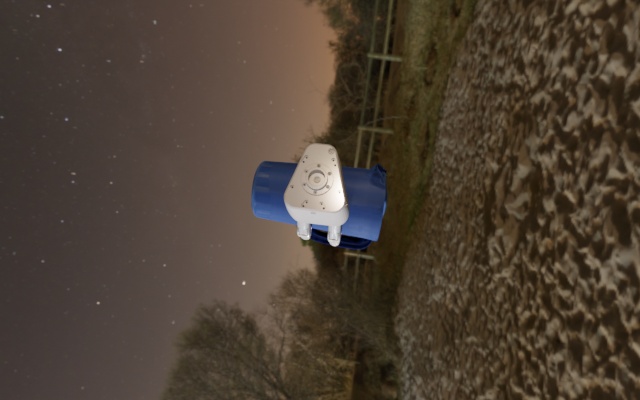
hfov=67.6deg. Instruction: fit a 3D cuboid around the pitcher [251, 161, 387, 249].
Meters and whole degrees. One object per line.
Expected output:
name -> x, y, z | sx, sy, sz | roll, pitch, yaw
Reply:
pitcher -> 0.000, 0.003, 0.893 | 0.243, 0.149, 0.145 | 8, -9, 5
